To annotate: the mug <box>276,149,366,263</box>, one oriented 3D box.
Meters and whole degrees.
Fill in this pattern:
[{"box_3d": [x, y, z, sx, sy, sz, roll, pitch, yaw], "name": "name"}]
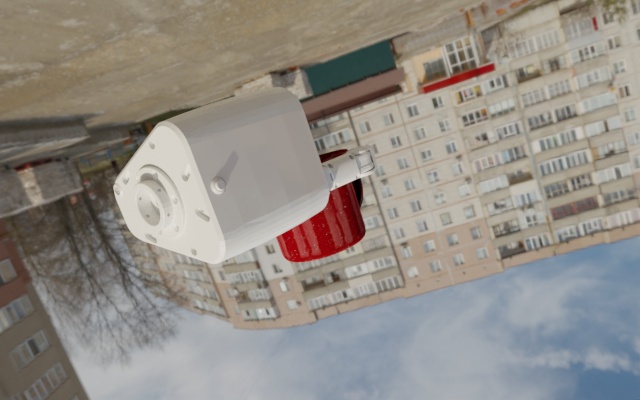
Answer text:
[{"box_3d": [0.001, 0.001, 0.448, 0.093, 0.081, 0.117, -10, 12, 43], "name": "mug"}]
